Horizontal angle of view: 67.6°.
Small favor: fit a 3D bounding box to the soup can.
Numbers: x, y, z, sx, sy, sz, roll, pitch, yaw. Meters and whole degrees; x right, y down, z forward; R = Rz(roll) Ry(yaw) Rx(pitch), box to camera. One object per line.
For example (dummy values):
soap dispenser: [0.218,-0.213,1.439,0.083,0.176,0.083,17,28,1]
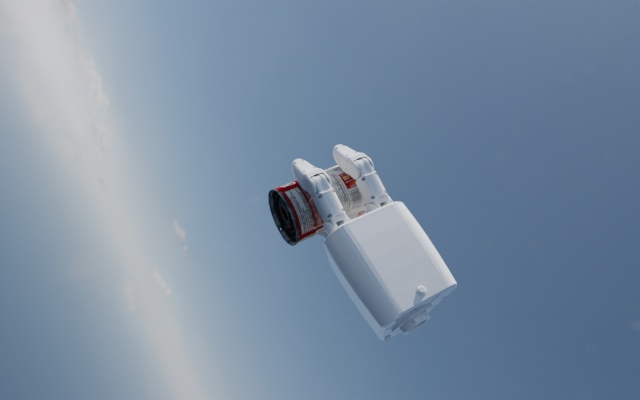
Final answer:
soup can: [0.000,0.001,0.553,0.102,0.068,0.068,-22,9,-22]
